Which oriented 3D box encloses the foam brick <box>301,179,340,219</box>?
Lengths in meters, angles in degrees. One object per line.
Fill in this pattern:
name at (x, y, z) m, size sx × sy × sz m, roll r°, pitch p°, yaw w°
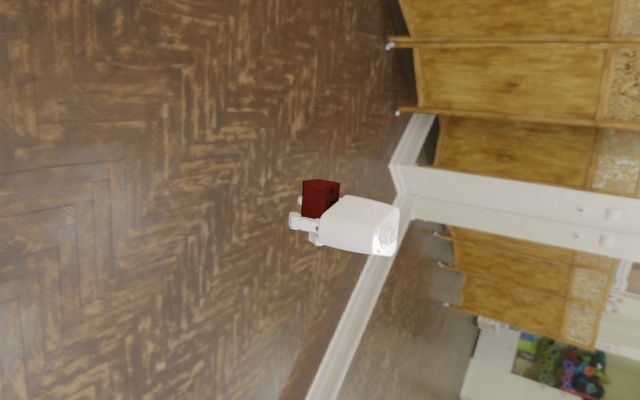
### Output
foam brick at (0.000, 0.003, 0.875) m, size 0.051 × 0.078 × 0.053 m, roll 11°, pitch 15°, yaw 32°
